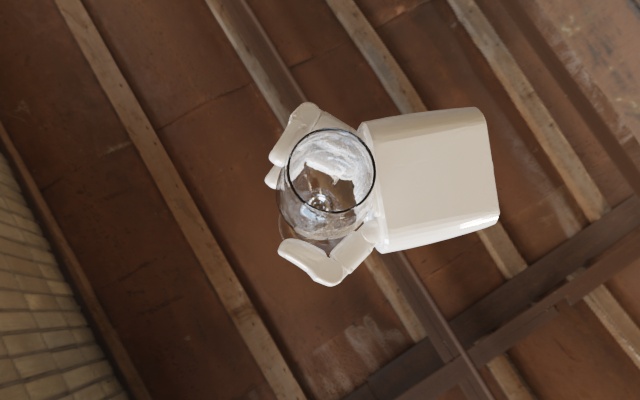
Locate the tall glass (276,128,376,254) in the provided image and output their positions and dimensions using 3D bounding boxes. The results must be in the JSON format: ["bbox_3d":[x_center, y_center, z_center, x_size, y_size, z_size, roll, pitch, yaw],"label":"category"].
[{"bbox_3d":[0.000,0.002,0.422,0.079,0.079,0.201,0,-13,-4],"label":"tall glass"}]
